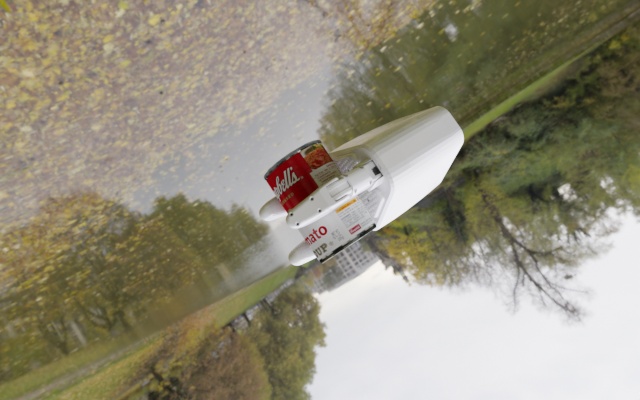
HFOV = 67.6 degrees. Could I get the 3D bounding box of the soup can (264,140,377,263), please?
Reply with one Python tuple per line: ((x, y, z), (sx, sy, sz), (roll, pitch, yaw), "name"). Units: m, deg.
((0.000, 0.002, 0.469), (0.068, 0.102, 0.068), (-33, -5, -4), "soup can")
